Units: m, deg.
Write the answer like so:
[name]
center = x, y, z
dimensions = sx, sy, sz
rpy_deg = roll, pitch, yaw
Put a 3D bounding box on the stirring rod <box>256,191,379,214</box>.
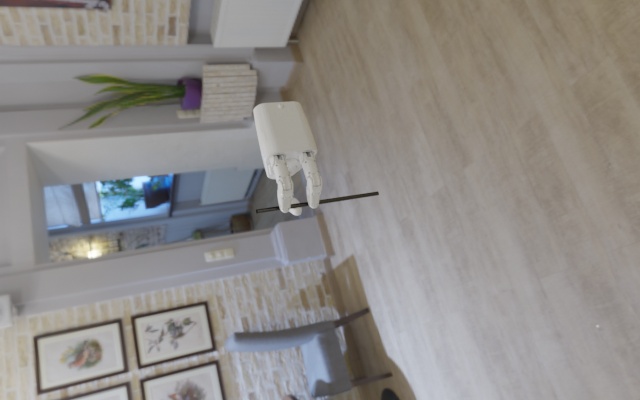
[stirring rod]
center = 0.000, 0.003, 0.867
dimensions = 0.239, 0.011, 0.011
rpy_deg = -8, 3, -23
